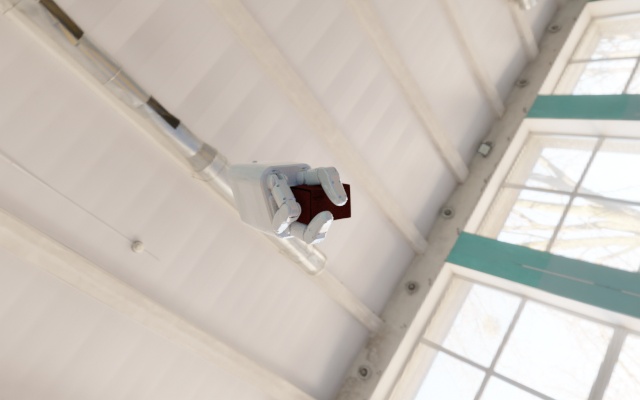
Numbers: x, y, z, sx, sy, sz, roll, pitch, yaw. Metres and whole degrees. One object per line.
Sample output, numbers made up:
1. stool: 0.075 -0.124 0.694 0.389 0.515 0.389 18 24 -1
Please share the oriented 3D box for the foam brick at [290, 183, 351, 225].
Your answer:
1. foam brick: 0.000 0.002 0.702 0.078 0.053 0.051 -8 12 -39
